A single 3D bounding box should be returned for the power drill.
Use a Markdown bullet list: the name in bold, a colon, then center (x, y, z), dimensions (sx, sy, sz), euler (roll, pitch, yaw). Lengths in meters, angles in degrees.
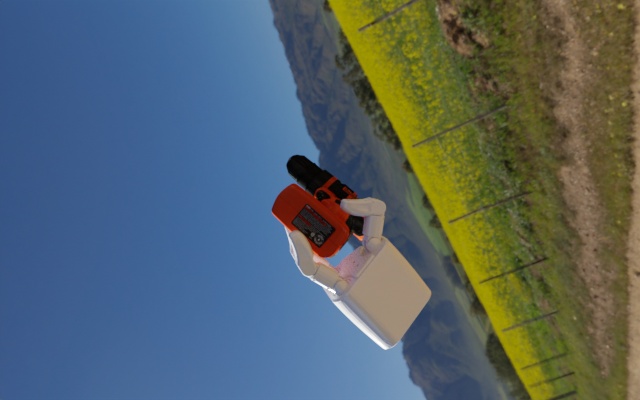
- **power drill**: center (0.000, 0.003, 0.693), dimensions (0.184, 0.057, 0.187), euler (40, 19, 7)
